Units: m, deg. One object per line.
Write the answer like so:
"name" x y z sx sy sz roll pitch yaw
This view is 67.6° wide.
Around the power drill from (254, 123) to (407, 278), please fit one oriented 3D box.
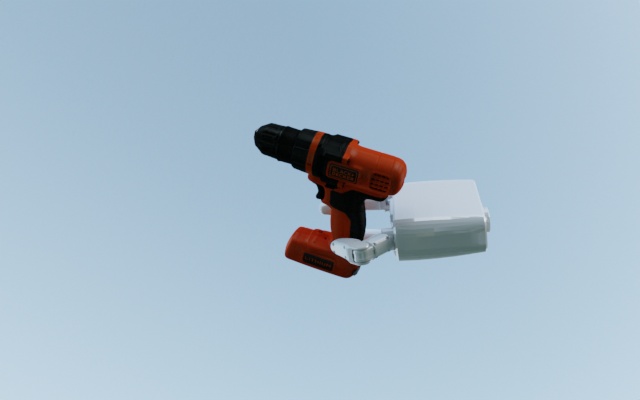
"power drill" 0.000 0.002 0.595 0.184 0.188 0.057 19 41 12
